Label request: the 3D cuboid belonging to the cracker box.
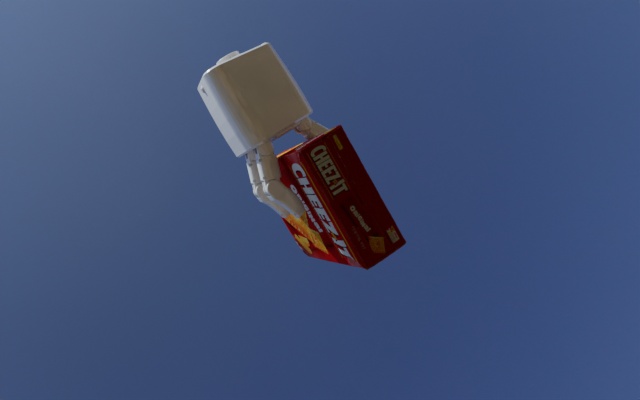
[{"bbox_3d":[0.000,0.002,0.645,0.072,0.164,0.213,-34,10,-18],"label":"cracker box"}]
